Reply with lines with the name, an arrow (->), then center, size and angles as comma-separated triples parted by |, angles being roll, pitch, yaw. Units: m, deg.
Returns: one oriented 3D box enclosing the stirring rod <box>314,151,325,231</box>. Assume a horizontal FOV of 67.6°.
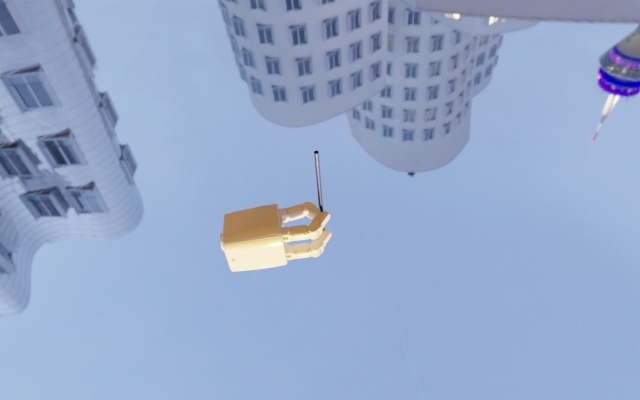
stirring rod -> 0.000, 0.003, 0.864 | 0.011, 0.011, 0.240 | 0, -43, 4
